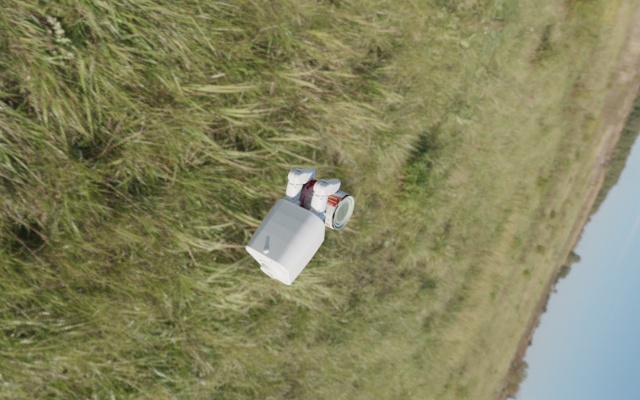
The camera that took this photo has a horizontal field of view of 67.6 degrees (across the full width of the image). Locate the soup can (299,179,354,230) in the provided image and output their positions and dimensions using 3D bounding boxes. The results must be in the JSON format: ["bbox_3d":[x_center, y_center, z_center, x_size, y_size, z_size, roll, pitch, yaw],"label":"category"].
[{"bbox_3d":[0.001,0.003,0.849,0.102,0.068,0.068,25,12,28],"label":"soup can"}]
